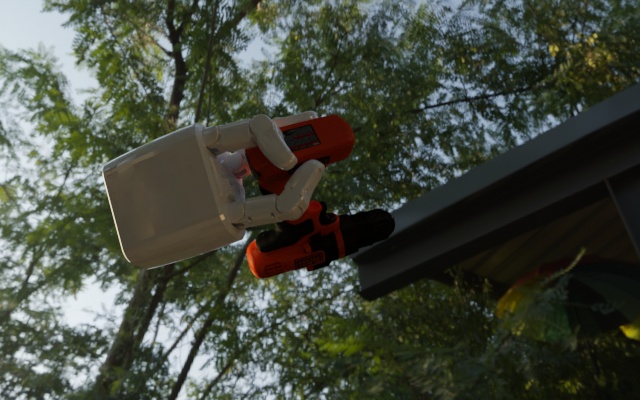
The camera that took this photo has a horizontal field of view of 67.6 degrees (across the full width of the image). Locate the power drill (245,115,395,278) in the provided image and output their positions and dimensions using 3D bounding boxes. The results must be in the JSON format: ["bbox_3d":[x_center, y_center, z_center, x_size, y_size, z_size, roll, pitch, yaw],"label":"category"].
[{"bbox_3d":[0.000,0.001,0.525,0.184,0.188,0.057,-17,45,-12],"label":"power drill"}]
